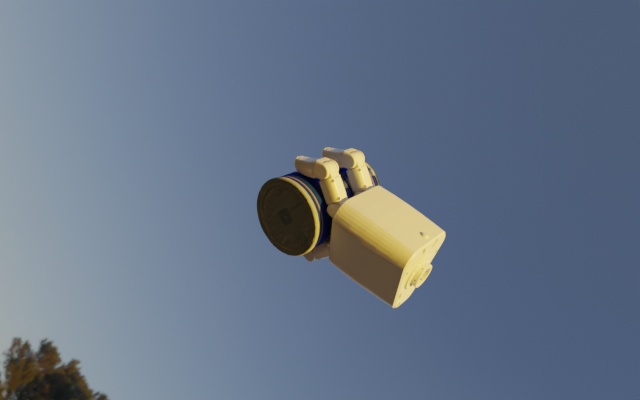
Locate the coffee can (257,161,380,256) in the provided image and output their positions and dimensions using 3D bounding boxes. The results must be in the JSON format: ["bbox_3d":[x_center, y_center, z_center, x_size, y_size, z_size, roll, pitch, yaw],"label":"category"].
[{"bbox_3d":[0.000,0.002,0.643,0.103,0.103,0.140,0,16,42],"label":"coffee can"}]
